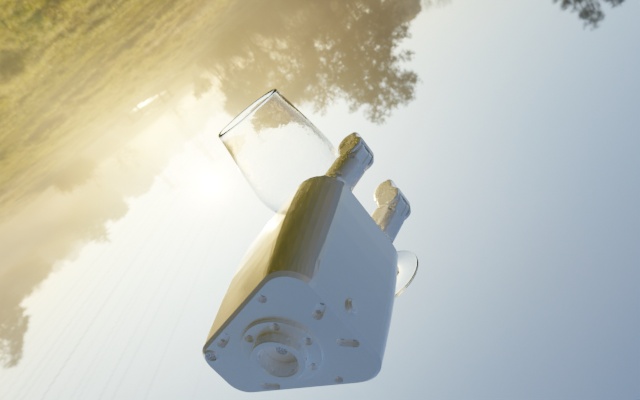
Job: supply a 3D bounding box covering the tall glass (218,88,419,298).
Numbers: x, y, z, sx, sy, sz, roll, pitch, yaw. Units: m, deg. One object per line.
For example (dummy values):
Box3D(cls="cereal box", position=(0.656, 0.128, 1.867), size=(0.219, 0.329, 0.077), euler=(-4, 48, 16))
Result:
Box3D(cls="tall glass", position=(0.000, 0.002, 0.418), size=(0.079, 0.201, 0.079), euler=(-35, 18, 13))
